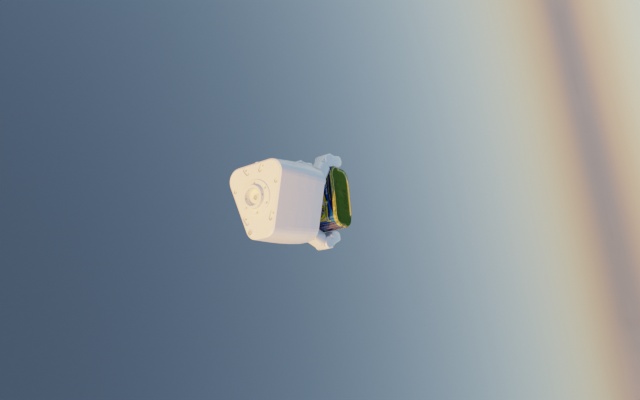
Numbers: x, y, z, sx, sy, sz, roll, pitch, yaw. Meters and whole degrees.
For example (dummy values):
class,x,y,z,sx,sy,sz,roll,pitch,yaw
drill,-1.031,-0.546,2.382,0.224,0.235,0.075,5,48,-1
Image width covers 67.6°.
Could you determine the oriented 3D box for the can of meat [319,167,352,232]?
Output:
class,x,y,z,sx,sy,sz,roll,pitch,yaw
can of meat,0.000,0.003,0.774,0.084,0.102,0.057,-14,-16,31
